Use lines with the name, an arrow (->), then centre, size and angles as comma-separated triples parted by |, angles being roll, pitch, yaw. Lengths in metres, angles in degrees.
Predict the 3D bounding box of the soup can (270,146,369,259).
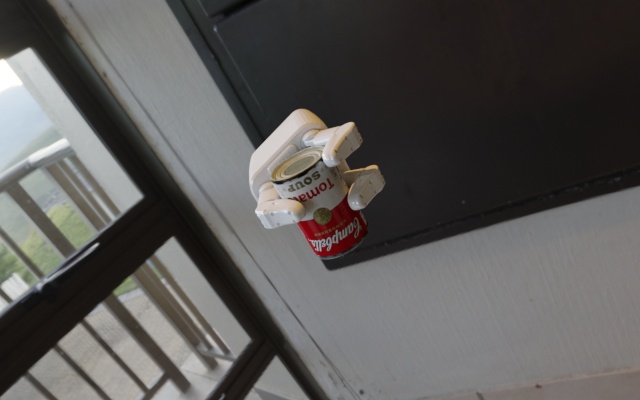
soup can -> 0.000, 0.002, 0.503 | 0.068, 0.102, 0.068 | -25, 24, 12
